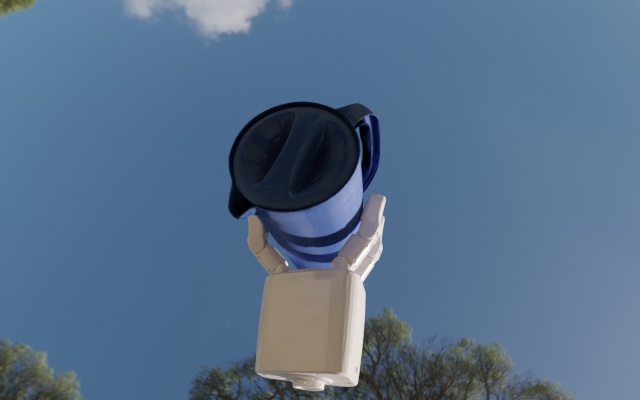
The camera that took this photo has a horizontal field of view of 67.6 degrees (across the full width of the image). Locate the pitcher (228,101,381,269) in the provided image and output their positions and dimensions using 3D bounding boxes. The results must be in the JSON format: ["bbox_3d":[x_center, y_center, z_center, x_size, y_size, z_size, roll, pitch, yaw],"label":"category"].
[{"bbox_3d":[0.000,0.002,0.570,0.149,0.145,0.243,-1,-29,10],"label":"pitcher"}]
